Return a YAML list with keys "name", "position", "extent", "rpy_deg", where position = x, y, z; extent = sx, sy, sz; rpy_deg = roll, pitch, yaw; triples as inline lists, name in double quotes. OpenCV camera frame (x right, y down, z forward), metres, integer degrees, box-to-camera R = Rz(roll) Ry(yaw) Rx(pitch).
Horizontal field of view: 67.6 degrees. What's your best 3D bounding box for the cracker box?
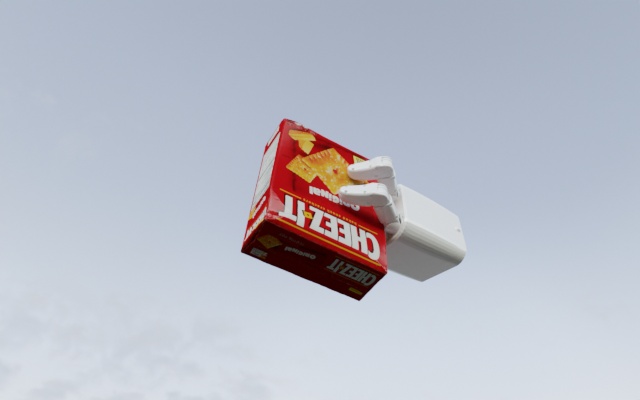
- name: "cracker box"
  position: [0.000, 0.002, 0.622]
  extent: [0.164, 0.213, 0.072]
  rpy_deg: [25, -53, -17]
